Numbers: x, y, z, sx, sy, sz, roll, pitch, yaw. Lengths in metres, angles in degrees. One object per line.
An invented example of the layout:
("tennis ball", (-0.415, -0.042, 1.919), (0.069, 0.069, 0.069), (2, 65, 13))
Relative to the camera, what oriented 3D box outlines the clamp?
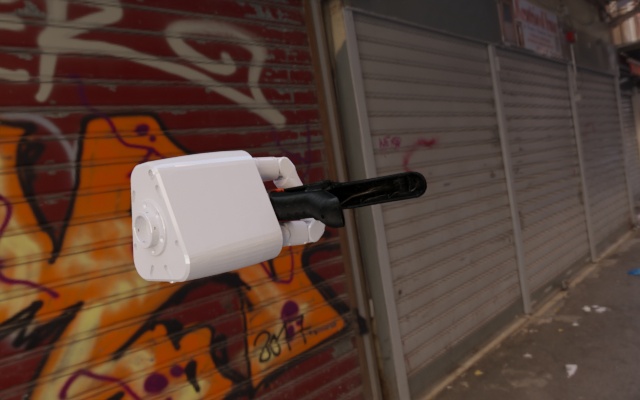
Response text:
("clamp", (0.000, 0.001, 0.452), (0.171, 0.039, 0.120), (-8, 3, 42))
